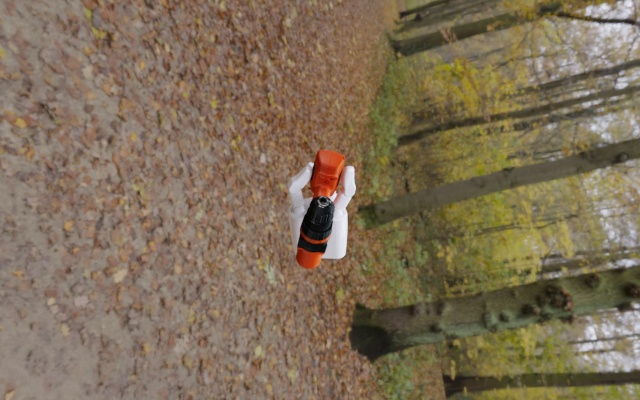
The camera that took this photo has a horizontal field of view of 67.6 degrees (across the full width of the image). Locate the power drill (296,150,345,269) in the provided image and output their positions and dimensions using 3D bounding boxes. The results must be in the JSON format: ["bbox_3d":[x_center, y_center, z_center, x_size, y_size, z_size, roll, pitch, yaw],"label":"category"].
[{"bbox_3d":[0.000,0.003,0.834,0.057,0.187,0.185,15,-38,-2],"label":"power drill"}]
